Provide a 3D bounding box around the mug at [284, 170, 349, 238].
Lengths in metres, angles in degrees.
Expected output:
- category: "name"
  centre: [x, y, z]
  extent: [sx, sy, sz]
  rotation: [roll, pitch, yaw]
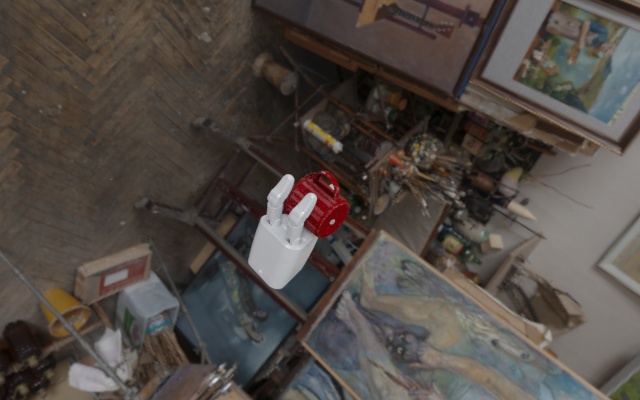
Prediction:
- category: "mug"
  centre: [0.001, 0.002, 0.834]
  extent: [0.081, 0.117, 0.093]
  rotation: [40, 36, 25]
